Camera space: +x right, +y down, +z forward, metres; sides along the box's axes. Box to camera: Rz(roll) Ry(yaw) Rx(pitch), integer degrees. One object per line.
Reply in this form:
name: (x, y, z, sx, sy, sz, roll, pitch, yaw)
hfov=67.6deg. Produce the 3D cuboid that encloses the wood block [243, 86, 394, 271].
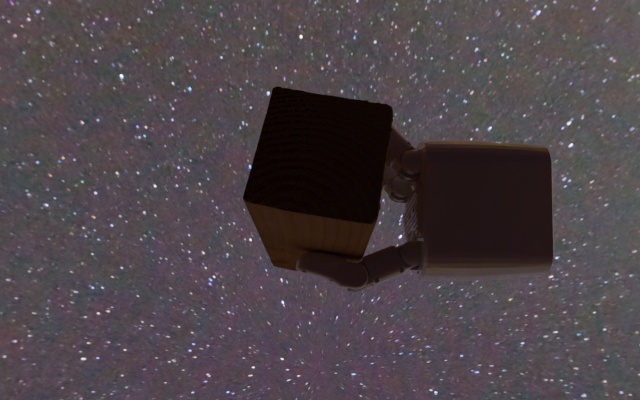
wood block: (0.000, 0.002, 0.416, 0.090, 0.090, 0.206, 10, -19, 4)
